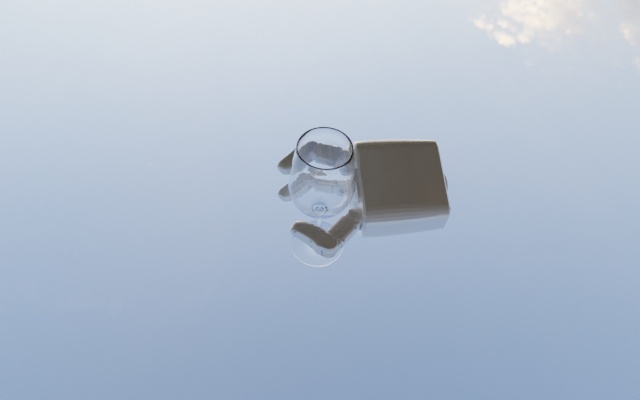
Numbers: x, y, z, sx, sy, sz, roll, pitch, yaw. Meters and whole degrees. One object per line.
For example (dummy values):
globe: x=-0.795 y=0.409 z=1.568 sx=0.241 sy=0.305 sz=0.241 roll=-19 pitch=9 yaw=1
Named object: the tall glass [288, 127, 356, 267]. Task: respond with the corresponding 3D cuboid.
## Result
tall glass: x=0.000 y=0.002 z=0.585 sx=0.079 sy=0.079 sz=0.201 roll=0 pitch=-36 yaw=-3
